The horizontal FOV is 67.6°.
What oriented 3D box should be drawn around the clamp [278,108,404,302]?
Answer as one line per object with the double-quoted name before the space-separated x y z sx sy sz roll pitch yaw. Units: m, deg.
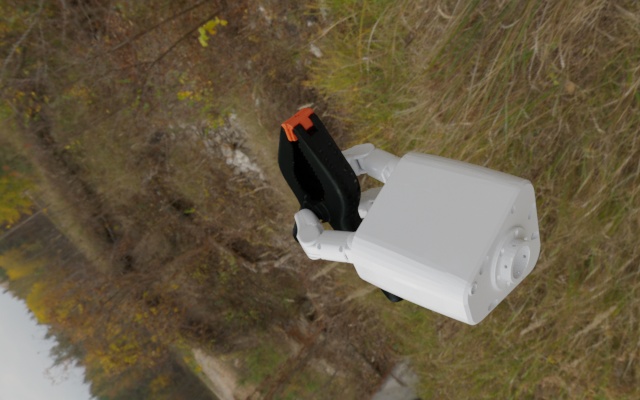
"clamp" -0.001 0.002 0.477 0.036 0.210 0.164 -42 39 -24
